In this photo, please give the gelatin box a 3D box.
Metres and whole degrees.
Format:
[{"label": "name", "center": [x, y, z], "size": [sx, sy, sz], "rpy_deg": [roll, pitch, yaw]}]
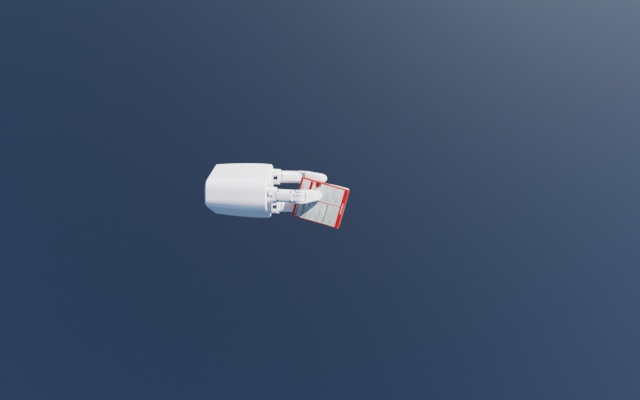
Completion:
[{"label": "gelatin box", "center": [0.000, 0.003, 0.861], "size": [0.089, 0.073, 0.030], "rpy_deg": [16, 6, 2]}]
